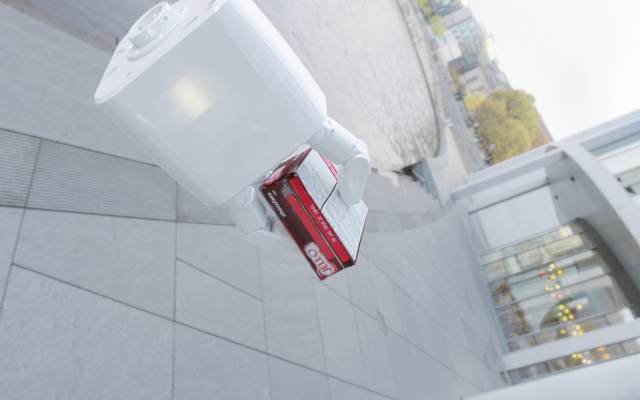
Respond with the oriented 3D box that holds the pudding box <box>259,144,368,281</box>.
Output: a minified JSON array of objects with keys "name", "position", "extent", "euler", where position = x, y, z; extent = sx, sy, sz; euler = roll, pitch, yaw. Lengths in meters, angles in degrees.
[{"name":"pudding box","position":[0.000,0.001,0.410],"extent":[0.039,0.090,0.113],"euler":[-27,14,22]}]
